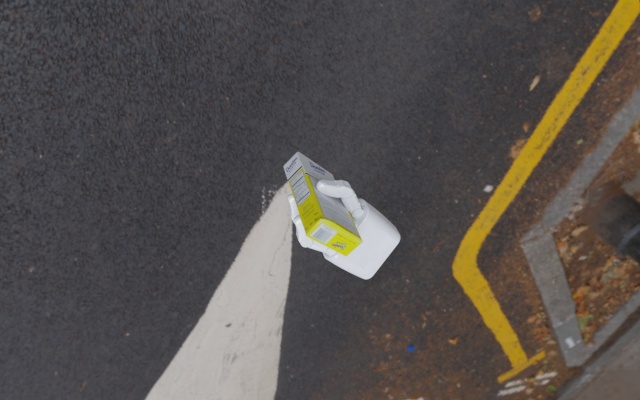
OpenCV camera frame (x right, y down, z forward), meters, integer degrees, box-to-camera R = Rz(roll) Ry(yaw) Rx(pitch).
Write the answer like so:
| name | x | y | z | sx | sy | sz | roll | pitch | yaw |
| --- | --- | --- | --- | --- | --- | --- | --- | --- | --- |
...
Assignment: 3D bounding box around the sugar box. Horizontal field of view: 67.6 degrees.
| name | x | y | z | sx | sy | sz | roll | pitch | yaw |
| --- | --- | --- | --- | --- | --- | --- | --- | --- | --- |
| sugar box | 0.000 | 0.003 | 0.782 | 0.093 | 0.048 | 0.176 | 31 | 22 | -36 |
